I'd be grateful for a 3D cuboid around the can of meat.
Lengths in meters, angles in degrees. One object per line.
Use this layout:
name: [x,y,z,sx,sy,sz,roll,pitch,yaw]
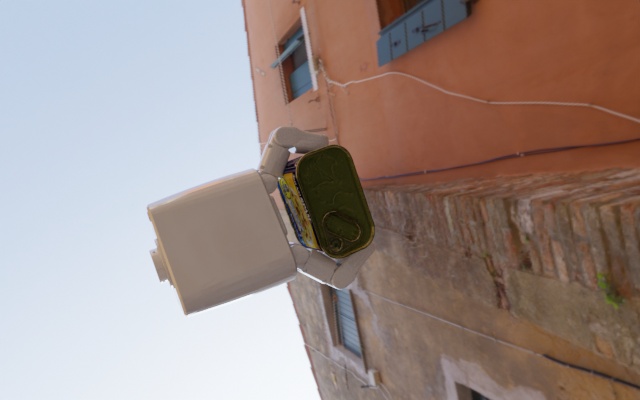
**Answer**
can of meat: [0.000,0.001,0.472,0.057,0.102,0.084,-22,8,-20]
